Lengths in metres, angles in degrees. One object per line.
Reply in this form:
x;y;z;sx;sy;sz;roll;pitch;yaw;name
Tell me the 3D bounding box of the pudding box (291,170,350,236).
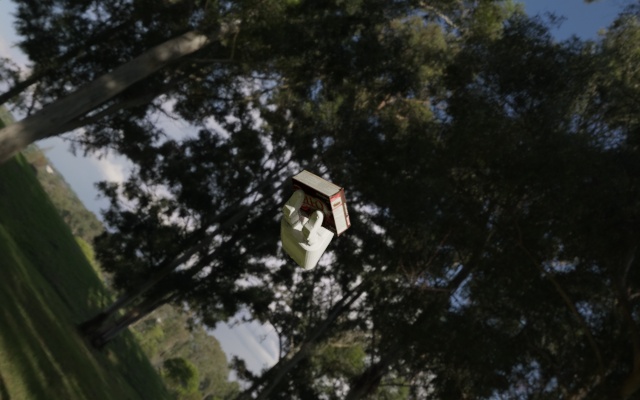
0.000;0.003;0.883;0.039;0.090;0.113;-36;41;-28;pudding box
